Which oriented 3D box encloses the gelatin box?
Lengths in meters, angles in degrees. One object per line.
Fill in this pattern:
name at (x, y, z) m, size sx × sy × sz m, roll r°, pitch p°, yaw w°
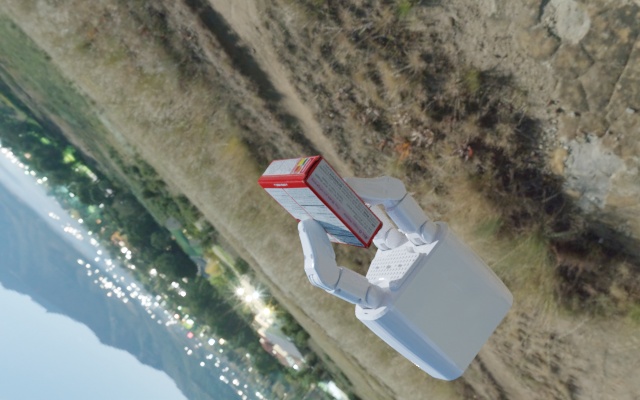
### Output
gelatin box at (0.000, 0.001, 0.408) m, size 0.089 × 0.030 × 0.073 m, roll 45°, pitch -23°, yaw -28°
